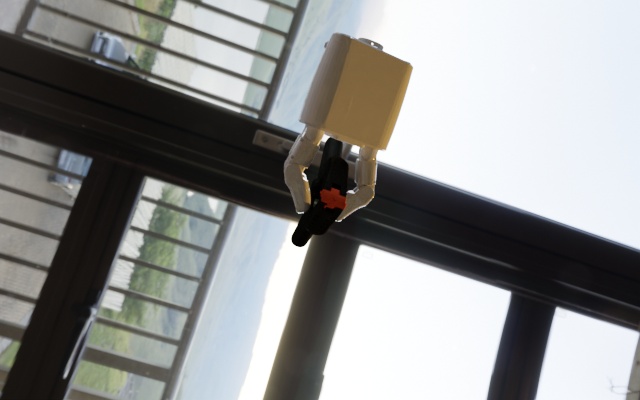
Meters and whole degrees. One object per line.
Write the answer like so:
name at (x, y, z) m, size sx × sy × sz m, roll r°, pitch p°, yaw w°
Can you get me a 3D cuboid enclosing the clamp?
clamp at (0.001, 0.002, 0.592) m, size 0.036 × 0.164 × 0.210 m, roll 19°, pitch 8°, yaw -7°
